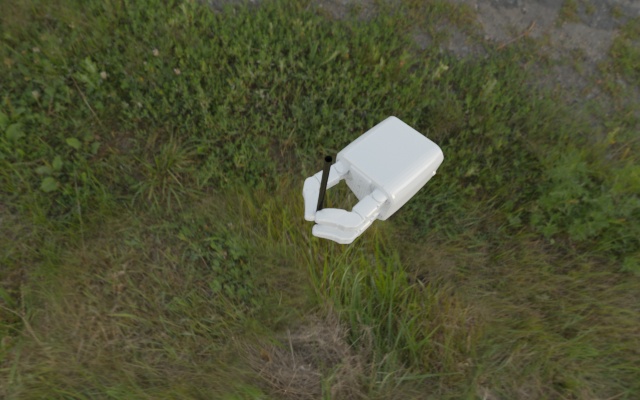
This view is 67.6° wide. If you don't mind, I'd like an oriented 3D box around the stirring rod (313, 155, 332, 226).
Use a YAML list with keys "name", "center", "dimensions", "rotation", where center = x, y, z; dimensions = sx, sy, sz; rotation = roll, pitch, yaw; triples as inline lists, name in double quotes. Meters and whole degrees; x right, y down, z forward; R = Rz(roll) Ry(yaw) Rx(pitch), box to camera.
- name: "stirring rod"
  center: [0.000, 0.002, 0.599]
  dimensions: [0.011, 0.011, 0.240]
  rotation: [0, -22, -4]
